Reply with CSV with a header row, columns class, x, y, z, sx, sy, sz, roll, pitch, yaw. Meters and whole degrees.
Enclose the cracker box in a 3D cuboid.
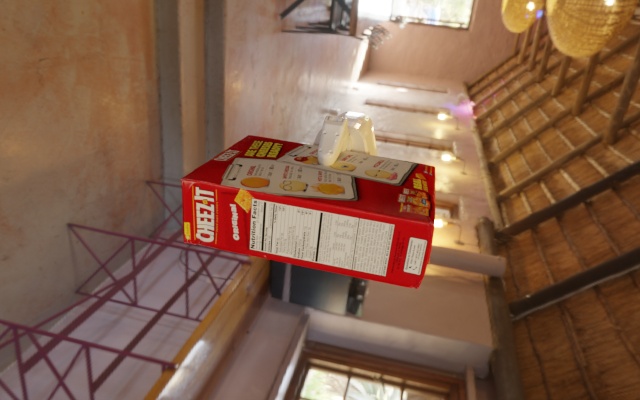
class,x,y,z,sx,sy,sz,roll,pitch,yaw
cracker box,0.000,0.001,0.465,0.213,0.072,0.164,10,22,10
